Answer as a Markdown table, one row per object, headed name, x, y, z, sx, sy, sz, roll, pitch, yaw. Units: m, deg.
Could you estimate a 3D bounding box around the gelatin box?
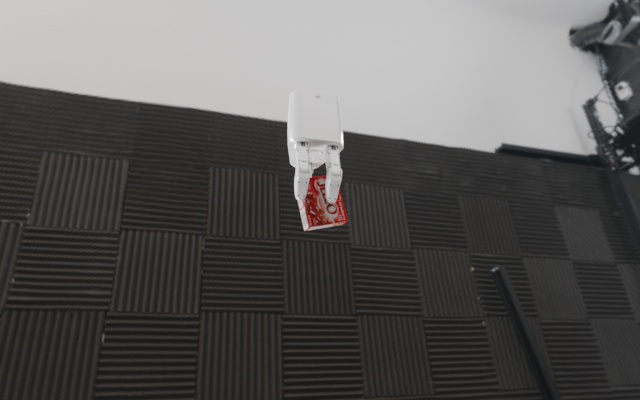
| name | x | y | z | sx | sy | sz | roll | pitch | yaw |
| --- | --- | --- | --- | --- | --- | --- | --- | --- | --- |
| gelatin box | 0.000 | 0.003 | 0.823 | 0.073 | 0.089 | 0.030 | -8 | -15 | -22 |
